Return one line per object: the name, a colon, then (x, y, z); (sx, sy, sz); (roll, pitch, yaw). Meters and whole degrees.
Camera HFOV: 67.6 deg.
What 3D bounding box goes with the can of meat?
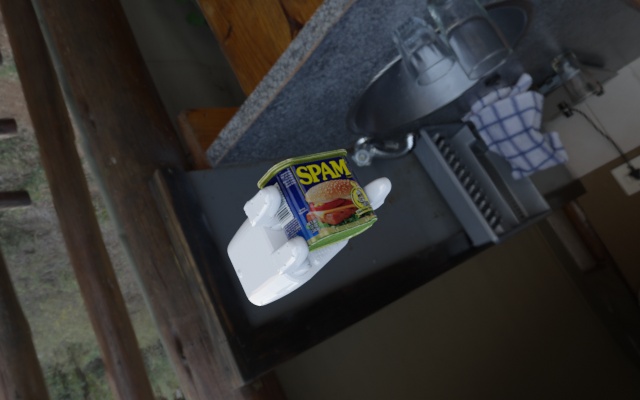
can of meat: (0.000, 0.002, 0.486); (0.102, 0.084, 0.057); (-15, -17, -42)
